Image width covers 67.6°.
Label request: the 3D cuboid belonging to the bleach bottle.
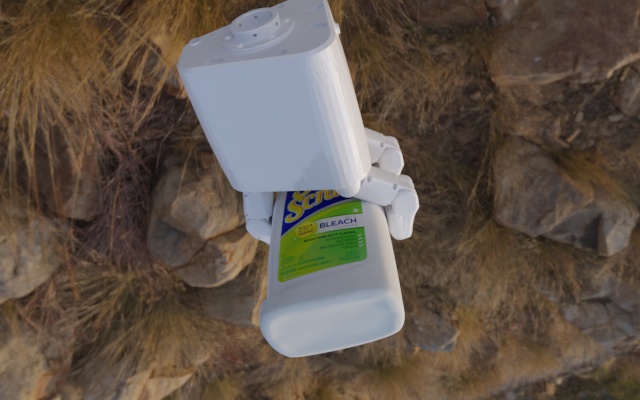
[{"bbox_3d":[0.000,0.001,0.415,0.102,0.068,0.250,-14,43,6],"label":"bleach bottle"}]
